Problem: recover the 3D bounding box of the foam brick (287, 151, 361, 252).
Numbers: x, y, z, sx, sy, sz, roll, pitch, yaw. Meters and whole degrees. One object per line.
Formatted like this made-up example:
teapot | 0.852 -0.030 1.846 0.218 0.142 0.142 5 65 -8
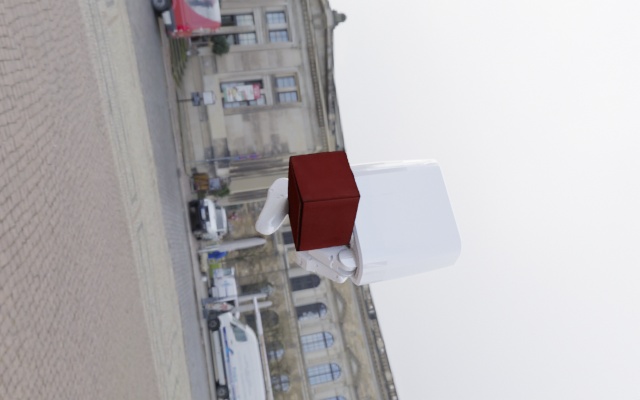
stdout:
foam brick | 0.000 0.001 0.424 0.051 0.053 0.078 -7 -36 -11
